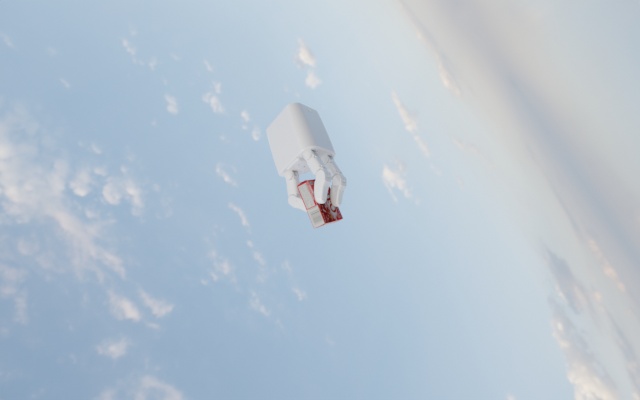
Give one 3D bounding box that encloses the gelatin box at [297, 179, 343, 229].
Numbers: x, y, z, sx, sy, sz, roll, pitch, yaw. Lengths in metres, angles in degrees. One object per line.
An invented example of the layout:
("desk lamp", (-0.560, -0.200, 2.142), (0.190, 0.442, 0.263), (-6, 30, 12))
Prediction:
("gelatin box", (0.000, 0.003, 0.898), (0.030, 0.089, 0.073), (-25, -7, 29))
